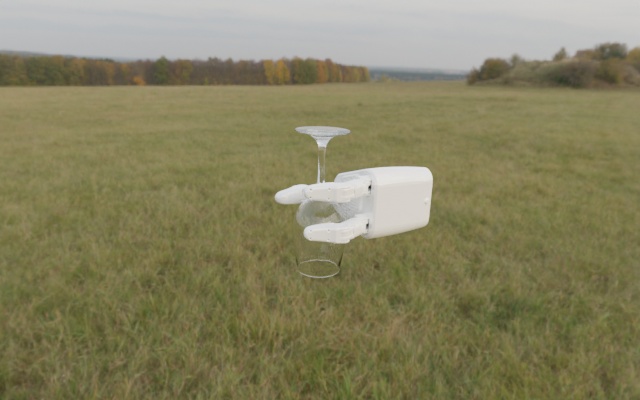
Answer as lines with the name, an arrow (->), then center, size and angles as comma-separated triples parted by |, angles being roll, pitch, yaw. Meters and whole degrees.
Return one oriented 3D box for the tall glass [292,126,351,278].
tall glass -> 0.000, 0.001, 0.659 | 0.079, 0.201, 0.079 | 2, 15, -1
